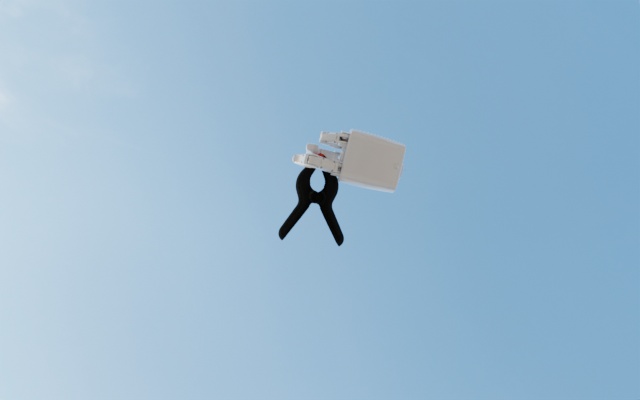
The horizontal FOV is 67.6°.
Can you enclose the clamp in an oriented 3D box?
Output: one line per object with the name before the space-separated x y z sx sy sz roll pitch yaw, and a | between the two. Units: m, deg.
clamp | 0.000 0.003 0.876 0.120 0.171 0.039 16 -2 -16
